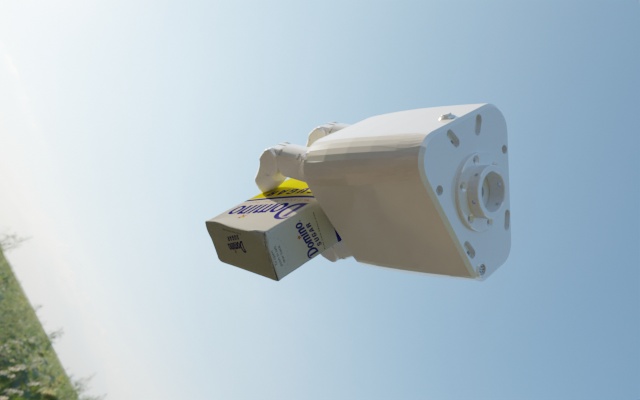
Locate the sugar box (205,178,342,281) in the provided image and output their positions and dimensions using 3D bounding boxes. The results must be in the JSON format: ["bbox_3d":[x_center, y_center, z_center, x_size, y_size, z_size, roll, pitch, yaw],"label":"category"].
[{"bbox_3d":[0.000,0.001,0.412,0.176,0.048,0.093,-27,20,-35],"label":"sugar box"}]
